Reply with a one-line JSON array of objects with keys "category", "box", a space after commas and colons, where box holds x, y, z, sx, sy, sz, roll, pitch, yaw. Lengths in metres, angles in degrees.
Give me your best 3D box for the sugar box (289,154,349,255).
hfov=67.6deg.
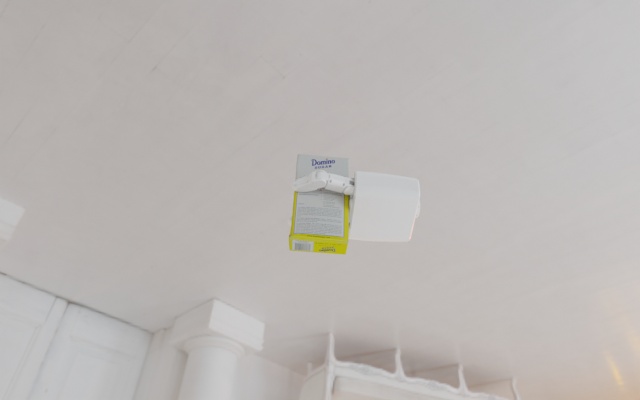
[{"category": "sugar box", "box": [0.000, 0.003, 0.795, 0.093, 0.176, 0.048, 5, -40, -2]}]
